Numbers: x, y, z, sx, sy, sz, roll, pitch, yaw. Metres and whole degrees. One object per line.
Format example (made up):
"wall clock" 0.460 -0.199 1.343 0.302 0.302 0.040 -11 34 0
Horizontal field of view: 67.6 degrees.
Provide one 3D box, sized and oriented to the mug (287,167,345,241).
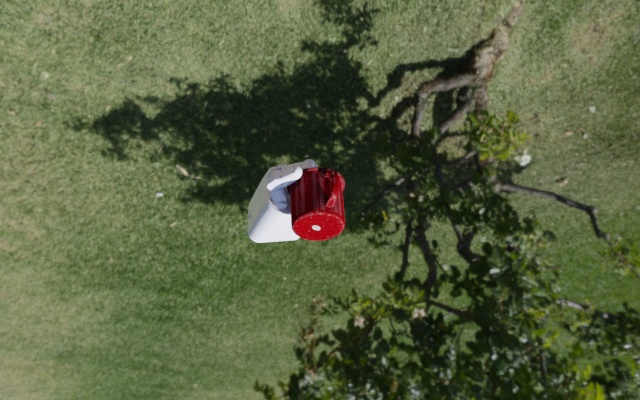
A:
"mug" 0.001 0.002 0.726 0.093 0.081 0.117 14 -39 -23
